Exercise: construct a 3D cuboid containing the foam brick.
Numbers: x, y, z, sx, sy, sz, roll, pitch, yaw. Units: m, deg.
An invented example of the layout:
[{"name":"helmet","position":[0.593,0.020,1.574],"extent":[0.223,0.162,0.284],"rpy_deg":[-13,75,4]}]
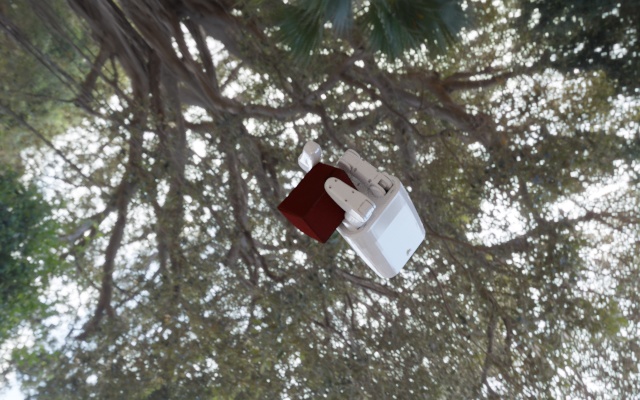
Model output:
[{"name":"foam brick","position":[0.000,0.002,0.566],"extent":[0.053,0.078,0.051],"rpy_deg":[23,-23,48]}]
